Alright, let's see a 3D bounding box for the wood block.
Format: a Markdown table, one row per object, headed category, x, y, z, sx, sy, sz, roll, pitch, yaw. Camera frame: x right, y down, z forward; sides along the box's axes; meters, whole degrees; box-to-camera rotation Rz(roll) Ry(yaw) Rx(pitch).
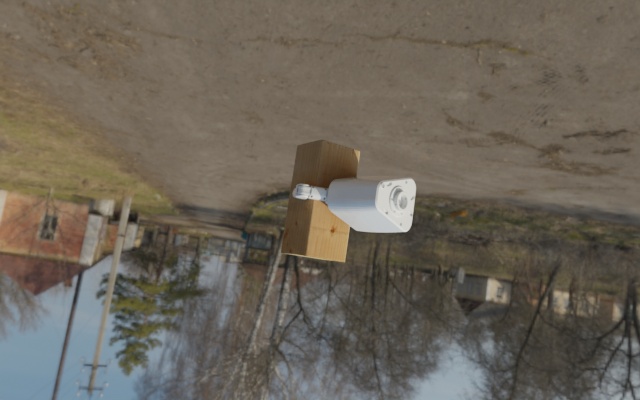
| category | x | y | z | sx | sy | sz | roll | pitch | yaw |
| --- | --- | --- | --- | --- | --- | --- | --- | --- | --- |
| wood block | 0.000 | 0.003 | 0.881 | 0.091 | 0.206 | 0.090 | 13 | -9 | -32 |
